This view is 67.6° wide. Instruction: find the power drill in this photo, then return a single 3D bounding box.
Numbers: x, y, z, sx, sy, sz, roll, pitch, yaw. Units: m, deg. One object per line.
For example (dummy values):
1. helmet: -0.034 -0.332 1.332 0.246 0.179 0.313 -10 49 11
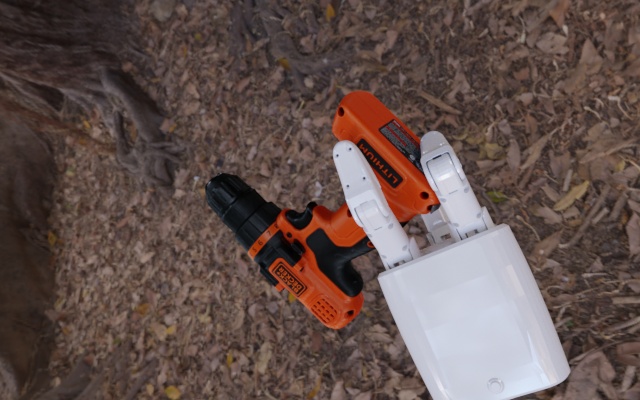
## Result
1. power drill: 0.000 0.001 0.404 0.188 0.184 0.057 -49 -4 37
